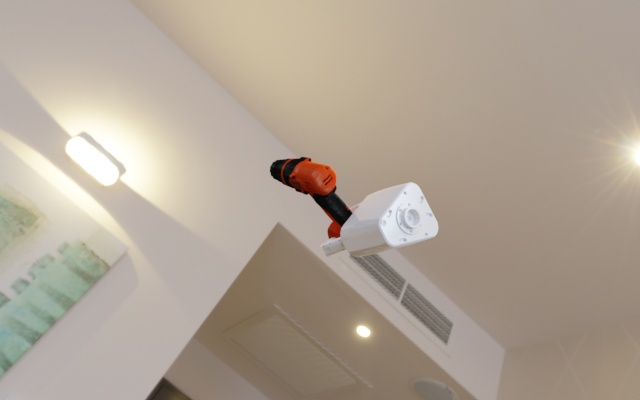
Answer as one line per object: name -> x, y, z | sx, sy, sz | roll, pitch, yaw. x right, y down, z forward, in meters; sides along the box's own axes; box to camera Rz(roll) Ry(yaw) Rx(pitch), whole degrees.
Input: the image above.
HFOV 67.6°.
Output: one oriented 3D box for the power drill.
power drill -> 0.001, 0.003, 0.845 | 0.188, 0.057, 0.184 | 50, -16, -27
